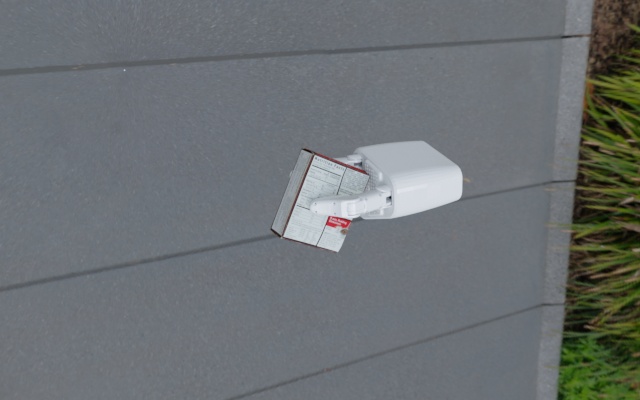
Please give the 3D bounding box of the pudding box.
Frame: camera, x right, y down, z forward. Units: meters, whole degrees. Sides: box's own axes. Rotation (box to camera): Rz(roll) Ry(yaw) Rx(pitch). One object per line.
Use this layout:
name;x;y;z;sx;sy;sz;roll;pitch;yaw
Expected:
pudding box;0.000;0.002;0.595;0.090;0.113;0.039;19;4;-30
